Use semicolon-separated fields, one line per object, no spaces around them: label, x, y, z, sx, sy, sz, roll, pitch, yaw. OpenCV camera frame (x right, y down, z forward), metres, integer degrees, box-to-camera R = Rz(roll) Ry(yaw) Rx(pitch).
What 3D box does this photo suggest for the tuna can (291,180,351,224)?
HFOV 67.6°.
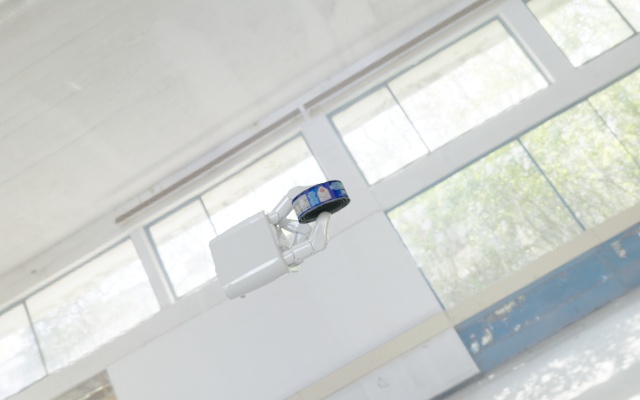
tuna can;0.000;0.002;0.723;0.086;0.033;0.086;-22;-14;-6
